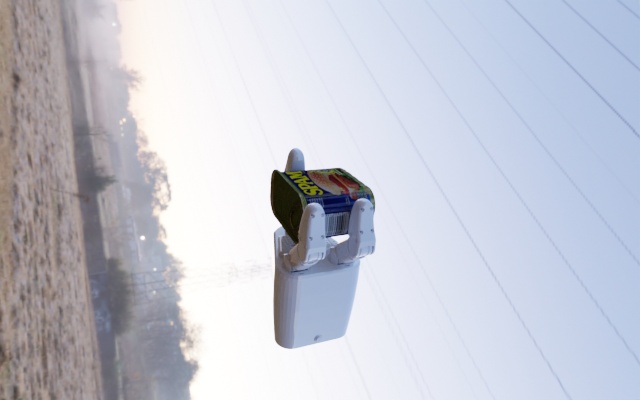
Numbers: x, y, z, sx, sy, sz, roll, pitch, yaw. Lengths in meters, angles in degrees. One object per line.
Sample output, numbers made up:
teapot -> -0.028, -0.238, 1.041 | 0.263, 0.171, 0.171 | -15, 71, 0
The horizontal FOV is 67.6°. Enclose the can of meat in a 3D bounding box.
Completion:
can of meat -> 0.000, 0.002, 0.524 | 0.084, 0.057, 0.102 | -6, 26, -23
